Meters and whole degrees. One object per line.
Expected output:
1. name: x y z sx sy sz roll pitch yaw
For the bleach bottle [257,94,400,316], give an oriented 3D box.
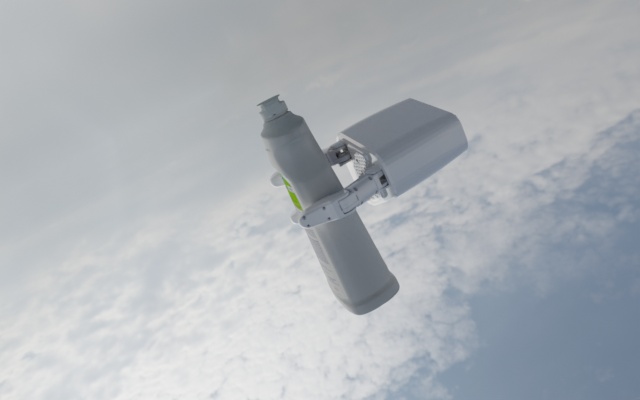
1. bleach bottle: 0.000 0.002 0.537 0.068 0.251 0.102 -30 18 -13
